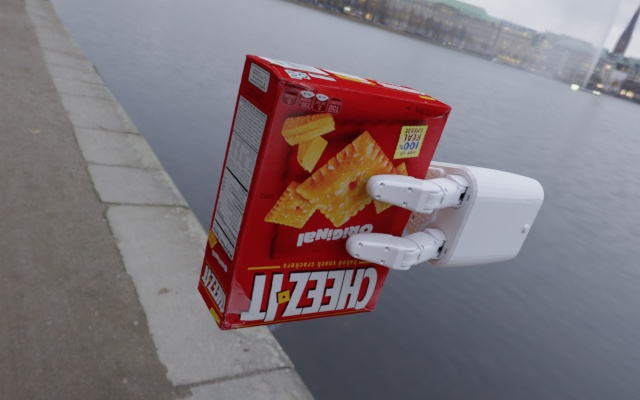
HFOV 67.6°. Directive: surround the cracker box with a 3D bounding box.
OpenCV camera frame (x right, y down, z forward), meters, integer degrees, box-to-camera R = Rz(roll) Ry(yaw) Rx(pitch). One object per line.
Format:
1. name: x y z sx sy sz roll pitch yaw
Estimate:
1. cracker box: 0.000 0.001 0.410 0.164 0.214 0.072 2 26 -33
